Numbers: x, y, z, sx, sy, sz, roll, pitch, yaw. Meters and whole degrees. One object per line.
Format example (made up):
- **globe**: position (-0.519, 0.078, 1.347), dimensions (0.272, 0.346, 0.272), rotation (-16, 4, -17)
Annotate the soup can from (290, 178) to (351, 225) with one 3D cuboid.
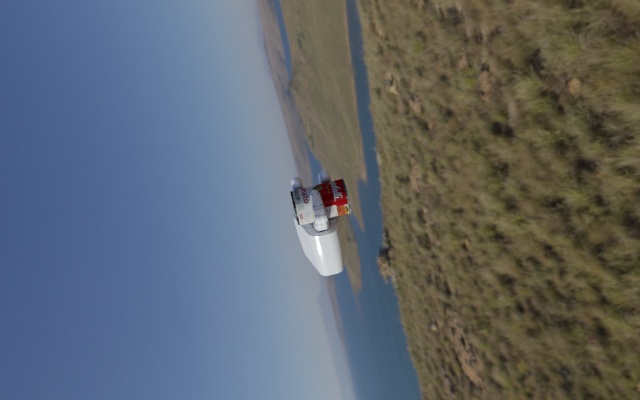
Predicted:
- **soup can**: position (0.000, 0.003, 0.894), dimensions (0.102, 0.068, 0.068), rotation (-13, 0, -2)
